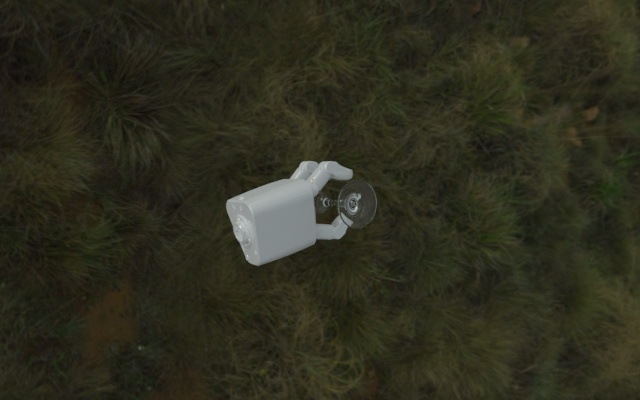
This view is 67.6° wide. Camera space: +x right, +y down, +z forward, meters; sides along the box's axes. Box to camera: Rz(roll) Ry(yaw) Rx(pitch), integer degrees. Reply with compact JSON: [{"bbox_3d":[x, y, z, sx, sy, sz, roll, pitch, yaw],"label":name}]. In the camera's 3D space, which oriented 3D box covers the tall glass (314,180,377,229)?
[{"bbox_3d":[0.001,0.003,0.800,0.079,0.079,0.201,0,2,-34],"label":"tall glass"}]
